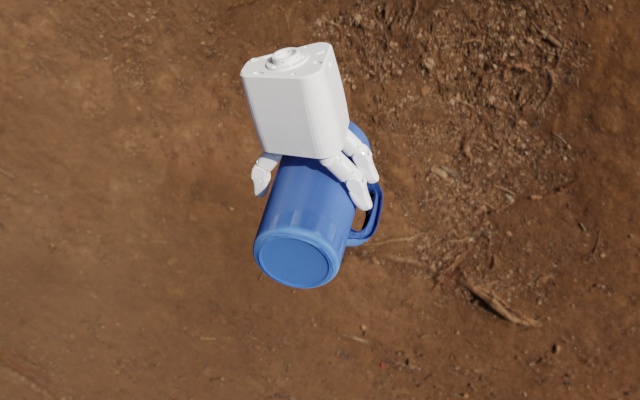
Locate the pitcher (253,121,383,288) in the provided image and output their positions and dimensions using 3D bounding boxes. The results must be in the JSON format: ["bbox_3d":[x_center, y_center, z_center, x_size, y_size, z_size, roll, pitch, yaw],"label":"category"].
[{"bbox_3d":[0.000,0.002,0.657,0.149,0.145,0.242,-1,40,15],"label":"pitcher"}]
